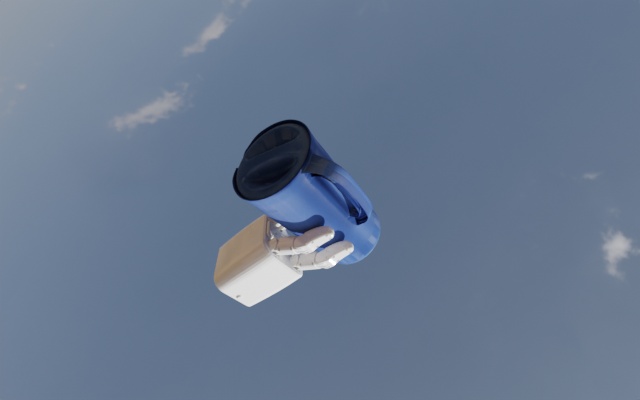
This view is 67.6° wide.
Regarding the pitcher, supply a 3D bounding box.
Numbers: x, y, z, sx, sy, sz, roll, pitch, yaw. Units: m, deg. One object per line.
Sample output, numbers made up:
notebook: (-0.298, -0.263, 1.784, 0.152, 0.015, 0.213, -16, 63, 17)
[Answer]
pitcher: (0.000, 0.002, 0.717, 0.145, 0.149, 0.243, -35, -46, 13)
